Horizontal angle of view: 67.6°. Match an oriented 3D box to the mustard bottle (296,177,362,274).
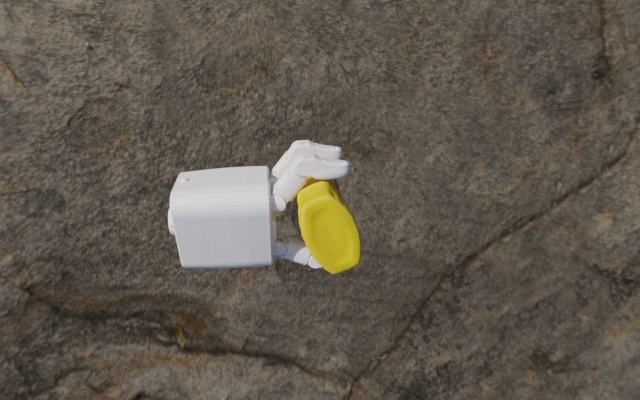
[{"bbox_3d":[0.000,0.002,0.578,0.058,0.096,0.191,-25,24,3],"label":"mustard bottle"}]
